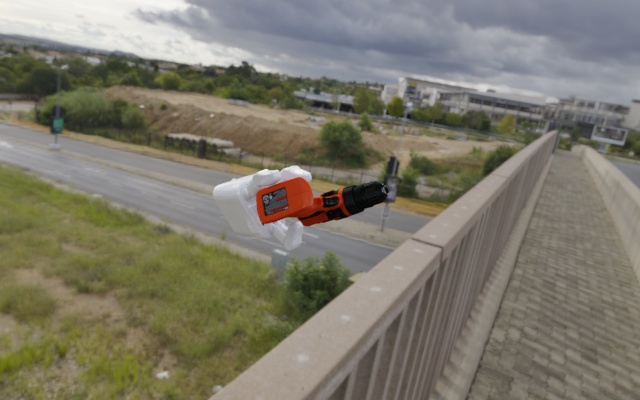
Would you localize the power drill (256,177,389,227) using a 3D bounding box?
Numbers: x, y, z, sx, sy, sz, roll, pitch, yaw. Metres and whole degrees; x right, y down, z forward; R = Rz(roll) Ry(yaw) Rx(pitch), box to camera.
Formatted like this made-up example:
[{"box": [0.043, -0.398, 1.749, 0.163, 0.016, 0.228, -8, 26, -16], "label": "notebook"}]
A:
[{"box": [0.000, 0.003, 0.797, 0.184, 0.057, 0.187, -20, -16, 31], "label": "power drill"}]
